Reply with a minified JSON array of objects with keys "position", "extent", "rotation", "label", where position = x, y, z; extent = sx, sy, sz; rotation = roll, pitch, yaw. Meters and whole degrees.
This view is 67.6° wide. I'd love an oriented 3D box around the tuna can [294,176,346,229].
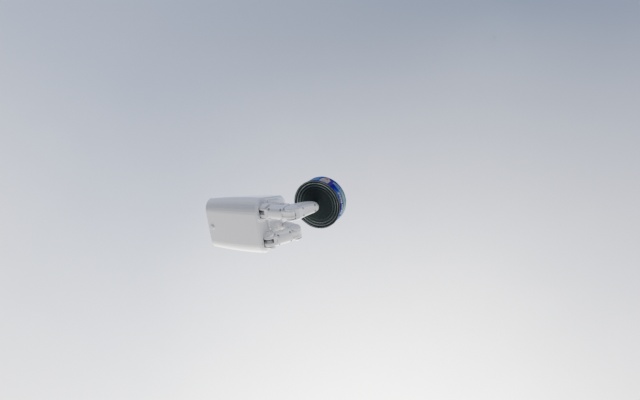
[{"position":[0.000,0.003,0.821],"extent":[0.086,0.086,0.033],"rotation":[0,18,26],"label":"tuna can"}]
